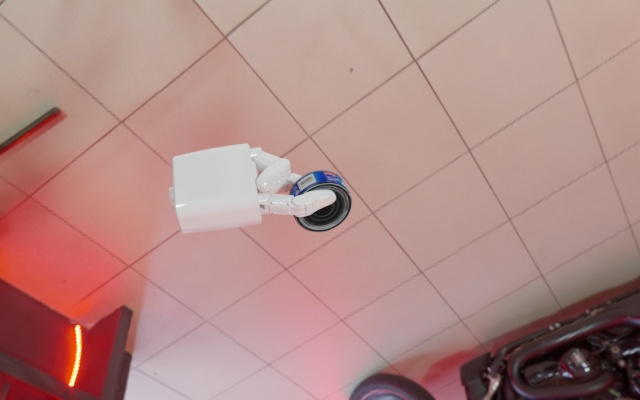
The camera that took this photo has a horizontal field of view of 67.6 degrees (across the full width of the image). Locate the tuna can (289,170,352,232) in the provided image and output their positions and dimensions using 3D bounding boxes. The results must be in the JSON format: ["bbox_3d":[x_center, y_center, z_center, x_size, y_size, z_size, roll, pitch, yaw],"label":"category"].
[{"bbox_3d":[0.000,0.002,0.669,0.086,0.086,0.033,0,33,-18],"label":"tuna can"}]
